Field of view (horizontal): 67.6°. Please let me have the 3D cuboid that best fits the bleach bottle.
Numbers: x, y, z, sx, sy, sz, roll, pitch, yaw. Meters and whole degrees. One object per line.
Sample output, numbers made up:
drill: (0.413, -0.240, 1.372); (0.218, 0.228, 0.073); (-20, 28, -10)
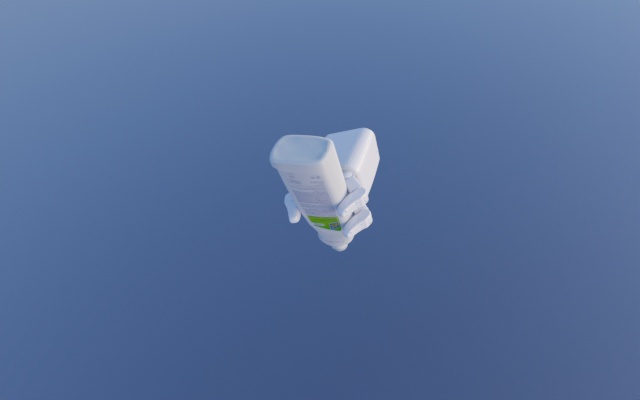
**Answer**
bleach bottle: (0.000, 0.003, 0.815); (0.102, 0.068, 0.251); (6, -38, 23)
